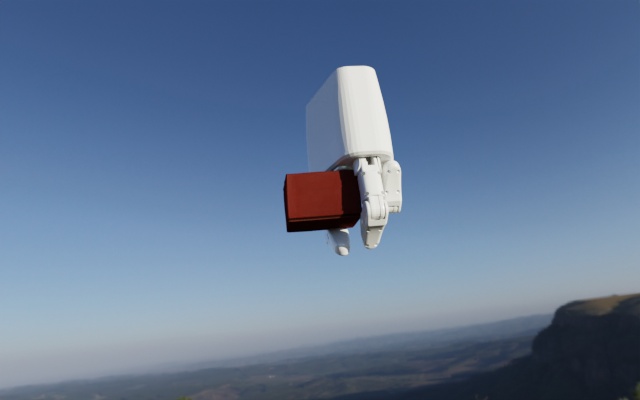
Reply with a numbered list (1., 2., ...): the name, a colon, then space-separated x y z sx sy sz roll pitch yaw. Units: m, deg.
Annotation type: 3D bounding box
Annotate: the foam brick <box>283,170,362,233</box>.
1. foam brick: 0.000 0.002 0.510 0.078 0.051 0.053 -4 -16 -9
